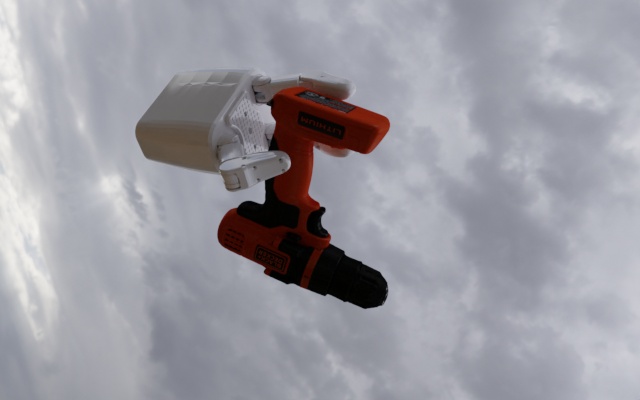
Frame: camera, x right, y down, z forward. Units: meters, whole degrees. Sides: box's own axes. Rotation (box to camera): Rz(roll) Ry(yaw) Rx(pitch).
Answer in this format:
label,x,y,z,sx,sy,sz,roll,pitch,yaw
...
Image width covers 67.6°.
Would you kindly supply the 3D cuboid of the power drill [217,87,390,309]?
label,x,y,z,sx,sy,sz,roll,pitch,yaw
power drill,0.000,0.001,0.453,0.184,0.188,0.057,22,24,8
